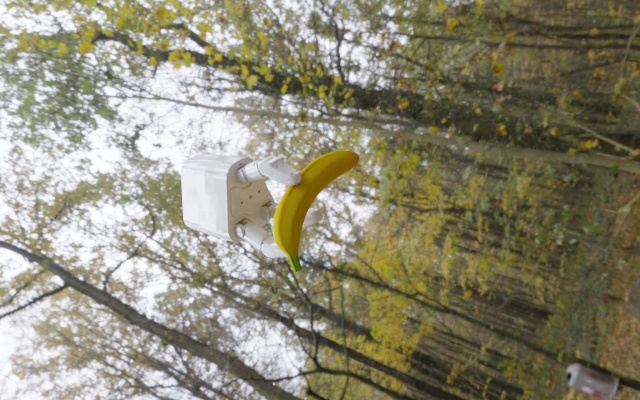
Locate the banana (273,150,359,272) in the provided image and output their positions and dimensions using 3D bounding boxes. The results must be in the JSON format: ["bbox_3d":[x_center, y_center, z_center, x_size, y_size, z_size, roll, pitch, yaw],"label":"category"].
[{"bbox_3d":[-0.011,-0.007,0.625,0.037,0.197,0.070,1,-38,44],"label":"banana"}]
